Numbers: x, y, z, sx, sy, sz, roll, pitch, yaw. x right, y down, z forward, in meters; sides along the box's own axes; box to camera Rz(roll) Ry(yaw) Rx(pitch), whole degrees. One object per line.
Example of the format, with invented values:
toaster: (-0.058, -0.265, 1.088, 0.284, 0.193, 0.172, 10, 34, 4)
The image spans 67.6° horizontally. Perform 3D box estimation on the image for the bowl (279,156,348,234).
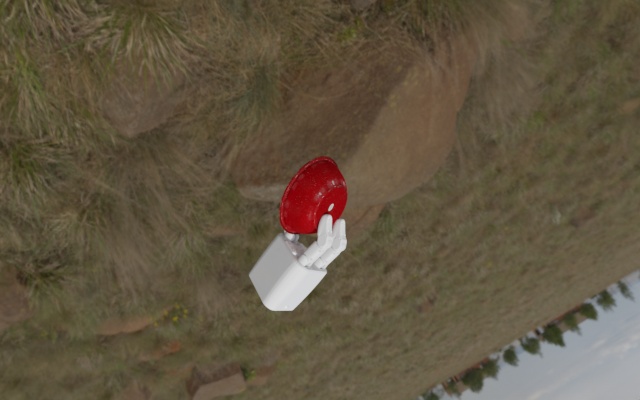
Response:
bowl: (0.001, 0.002, 0.878, 0.055, 0.162, 0.162, 30, 17, 32)
